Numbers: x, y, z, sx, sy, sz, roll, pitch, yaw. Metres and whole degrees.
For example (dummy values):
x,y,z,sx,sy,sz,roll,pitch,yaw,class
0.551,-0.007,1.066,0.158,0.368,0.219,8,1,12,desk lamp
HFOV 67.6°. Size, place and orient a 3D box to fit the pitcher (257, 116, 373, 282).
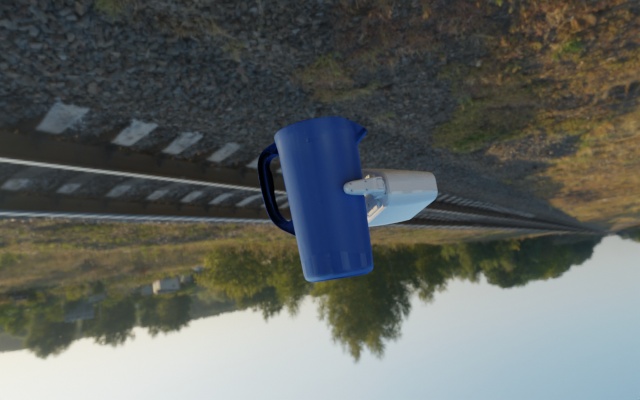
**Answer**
x,y,z,sx,sy,sz,roll,pitch,yaw,class
0.000,0.002,0.751,0.145,0.243,0.149,-4,-10,-29,pitcher
